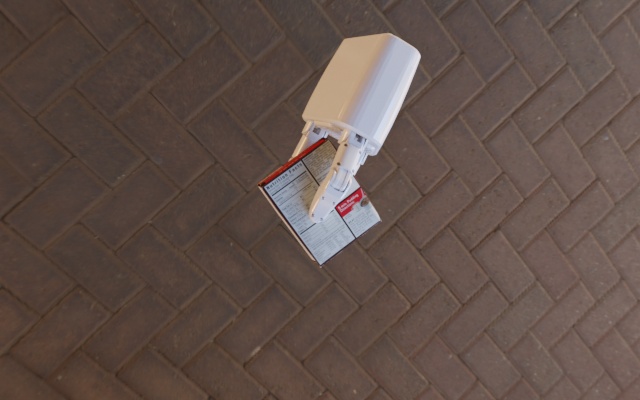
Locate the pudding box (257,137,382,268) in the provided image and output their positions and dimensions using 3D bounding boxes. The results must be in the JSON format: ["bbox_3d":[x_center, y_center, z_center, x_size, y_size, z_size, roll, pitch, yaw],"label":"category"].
[{"bbox_3d":[0.000,0.002,0.518,0.090,0.113,0.039,-36,12,-6],"label":"pudding box"}]
